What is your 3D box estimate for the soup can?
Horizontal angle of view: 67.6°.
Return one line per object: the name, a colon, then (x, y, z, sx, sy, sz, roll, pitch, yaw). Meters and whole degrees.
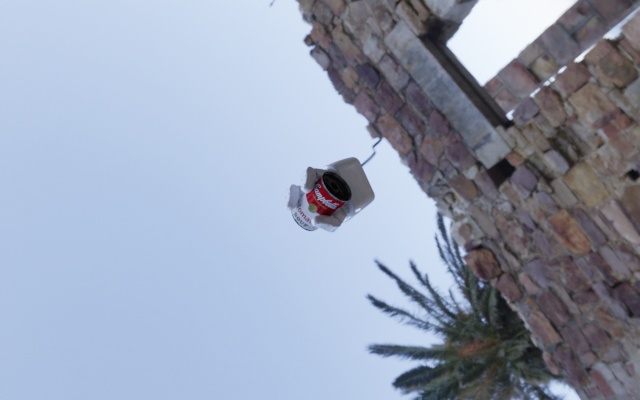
soup can: (0.000, 0.003, 0.891, 0.068, 0.068, 0.102, 0, -35, -47)
